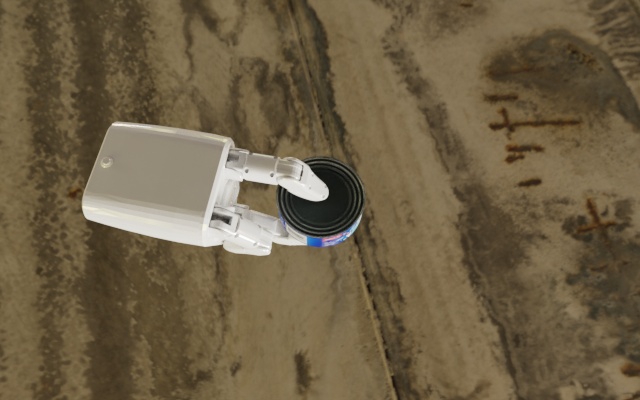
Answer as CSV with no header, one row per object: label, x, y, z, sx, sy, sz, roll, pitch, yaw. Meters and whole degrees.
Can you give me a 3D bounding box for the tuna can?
tuna can,0.000,0.002,0.470,0.086,0.086,0.034,0,-24,-1
